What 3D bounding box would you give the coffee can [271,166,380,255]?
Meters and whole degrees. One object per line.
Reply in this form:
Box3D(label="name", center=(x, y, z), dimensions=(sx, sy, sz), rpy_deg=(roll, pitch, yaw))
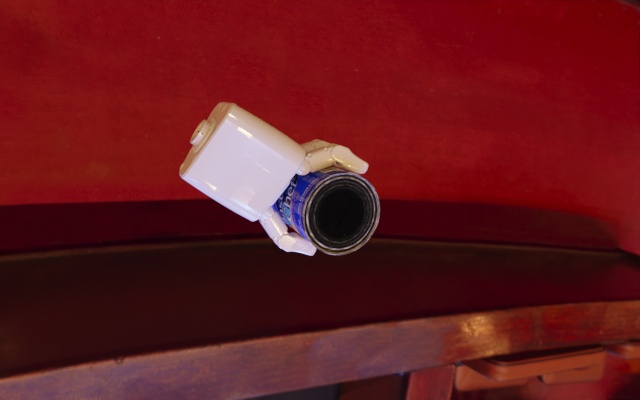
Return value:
Box3D(label="coffee can", center=(0.000, 0.002, 0.632), dimensions=(0.103, 0.103, 0.140), rpy_deg=(0, 12, -23))
